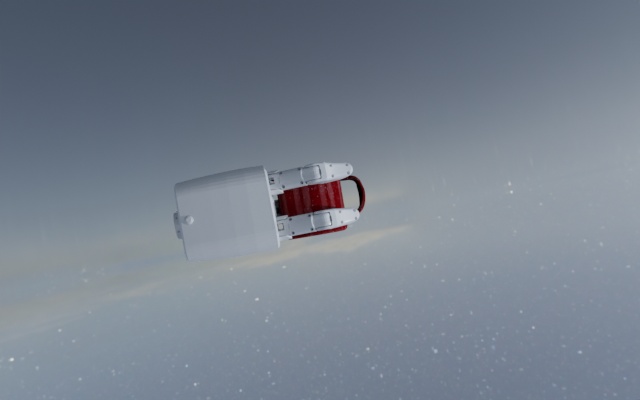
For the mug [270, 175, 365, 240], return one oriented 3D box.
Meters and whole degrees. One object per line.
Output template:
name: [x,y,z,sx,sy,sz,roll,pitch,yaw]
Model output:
mug: [0.002,0.002,0.609,0.117,0.081,0.093,-10,-3,-8]
